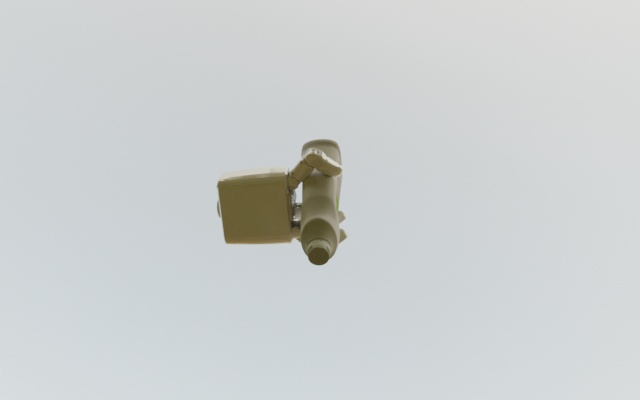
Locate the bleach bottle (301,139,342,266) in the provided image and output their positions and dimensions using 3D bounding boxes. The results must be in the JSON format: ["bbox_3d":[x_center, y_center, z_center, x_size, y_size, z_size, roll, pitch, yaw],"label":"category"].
[{"bbox_3d":[0.000,0.002,0.714,0.068,0.103,0.250,-4,30,4],"label":"bleach bottle"}]
